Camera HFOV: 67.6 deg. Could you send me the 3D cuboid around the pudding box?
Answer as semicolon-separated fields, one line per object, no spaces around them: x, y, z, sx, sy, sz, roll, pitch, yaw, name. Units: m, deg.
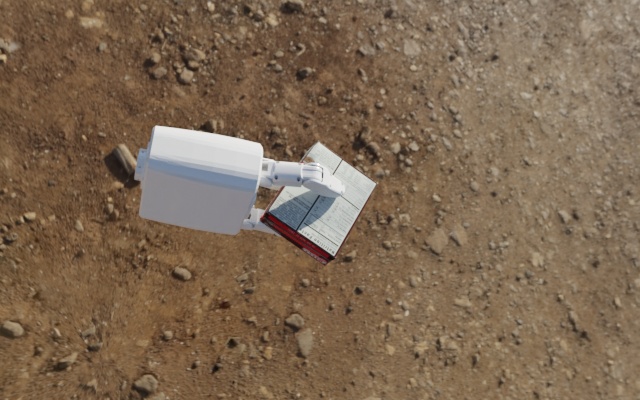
0.000;0.002;0.533;0.090;0.113;0.039;36;-26;-5;pudding box
